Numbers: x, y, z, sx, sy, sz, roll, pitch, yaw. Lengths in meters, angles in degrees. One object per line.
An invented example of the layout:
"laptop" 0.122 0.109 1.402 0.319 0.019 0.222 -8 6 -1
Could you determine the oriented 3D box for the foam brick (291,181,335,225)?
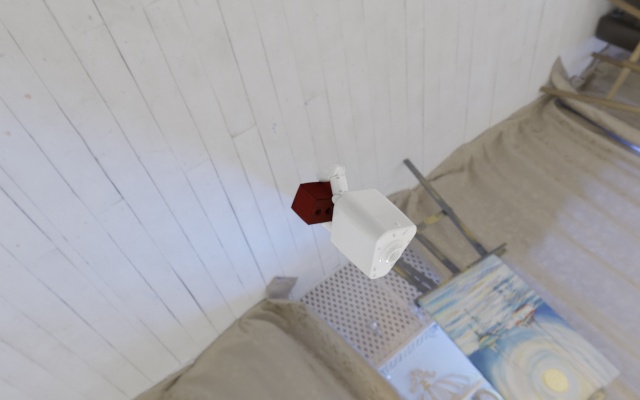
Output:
"foam brick" 0.000 0.003 0.813 0.078 0.053 0.051 -8 41 -40
